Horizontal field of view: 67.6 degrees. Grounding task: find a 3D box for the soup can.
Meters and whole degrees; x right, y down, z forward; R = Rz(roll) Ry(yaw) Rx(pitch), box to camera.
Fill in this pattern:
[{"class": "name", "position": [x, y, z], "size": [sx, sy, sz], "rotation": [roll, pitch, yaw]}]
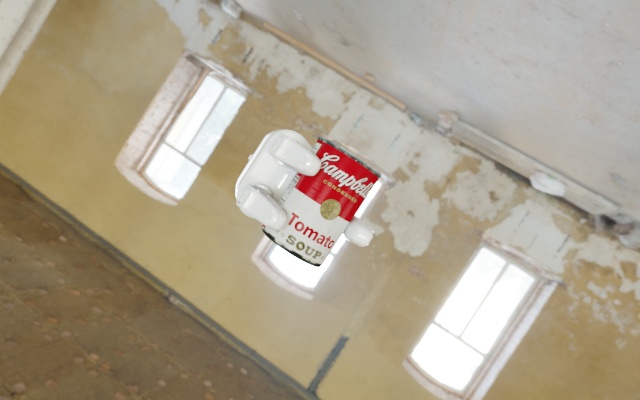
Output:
[{"class": "soup can", "position": [0.000, 0.002, 0.439], "size": [0.068, 0.102, 0.068], "rotation": [33, 2, -1]}]
